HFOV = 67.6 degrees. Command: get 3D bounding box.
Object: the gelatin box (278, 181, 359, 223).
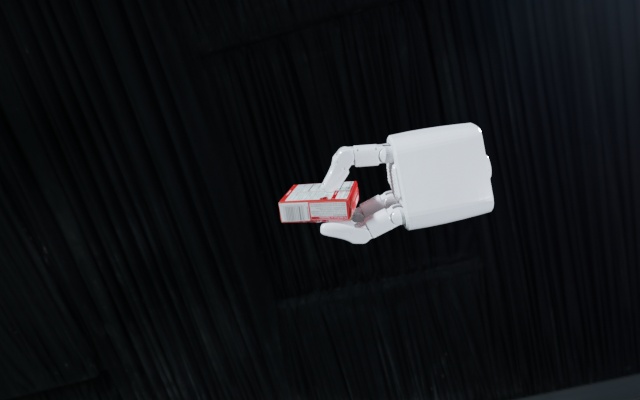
[{"bbox_3d":[0.000,0.002,0.601,0.089,0.030,0.073,-2,19,13],"label":"gelatin box"}]
